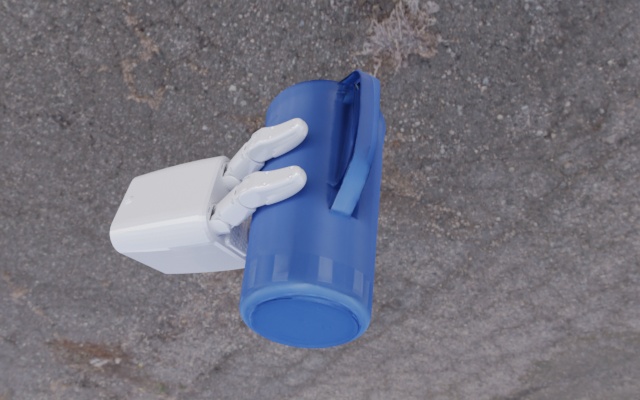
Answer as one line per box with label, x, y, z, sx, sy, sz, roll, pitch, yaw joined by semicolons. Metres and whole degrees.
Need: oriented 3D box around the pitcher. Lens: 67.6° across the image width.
pitcher;0.000;0.002;0.451;0.145;0.242;0.149;-9;-42;17
